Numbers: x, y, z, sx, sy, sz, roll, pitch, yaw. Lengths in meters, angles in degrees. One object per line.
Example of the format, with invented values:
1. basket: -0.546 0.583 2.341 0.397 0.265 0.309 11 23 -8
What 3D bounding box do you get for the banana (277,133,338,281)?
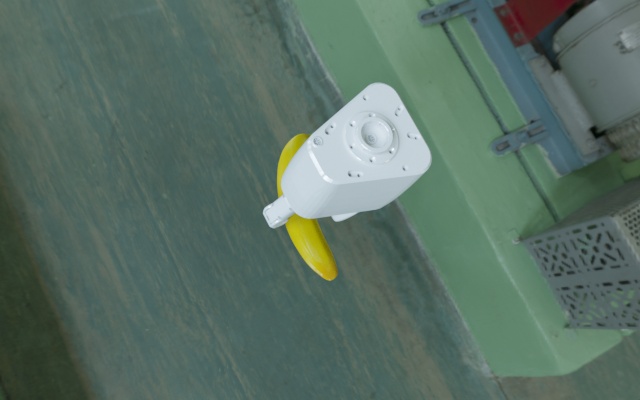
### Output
1. banana: -0.018 -0.002 0.578 0.069 0.197 0.037 2 -17 -19
